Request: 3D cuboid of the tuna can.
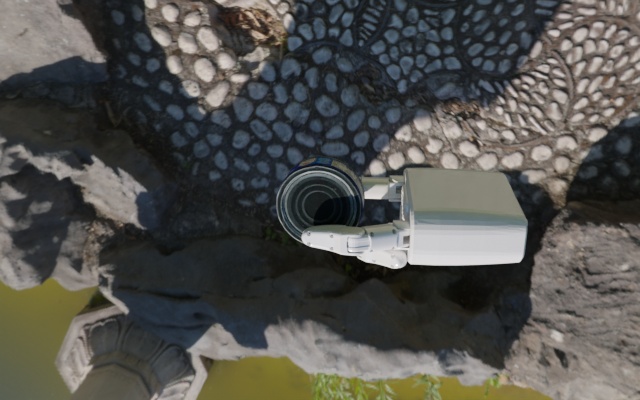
[{"bbox_3d":[0.000,0.002,0.469,0.086,0.086,0.033,0,19,8],"label":"tuna can"}]
